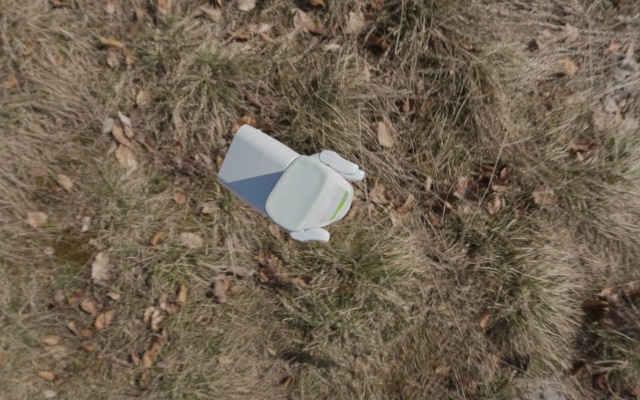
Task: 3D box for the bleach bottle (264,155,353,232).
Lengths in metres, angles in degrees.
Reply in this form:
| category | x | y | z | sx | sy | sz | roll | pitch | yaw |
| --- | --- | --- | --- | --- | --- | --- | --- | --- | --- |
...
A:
| category | x | y | z | sx | sy | sz | roll | pitch | yaw |
| --- | --- | --- | --- | --- | --- | --- | --- | --- | --- |
| bleach bottle | 0.000 | 0.002 | 0.734 | 0.068 | 0.102 | 0.251 | 34 | 2 | 15 |
